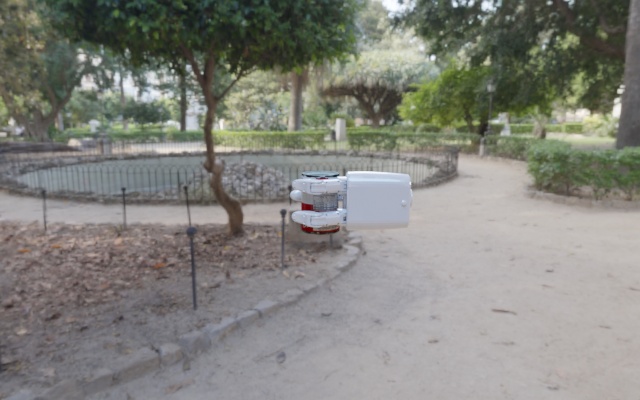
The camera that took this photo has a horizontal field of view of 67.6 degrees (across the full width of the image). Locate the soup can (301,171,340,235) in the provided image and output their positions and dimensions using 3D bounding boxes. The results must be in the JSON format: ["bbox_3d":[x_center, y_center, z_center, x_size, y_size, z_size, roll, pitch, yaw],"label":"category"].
[{"bbox_3d":[0.000,0.002,0.831,0.068,0.102,0.068,0,10,0],"label":"soup can"}]
